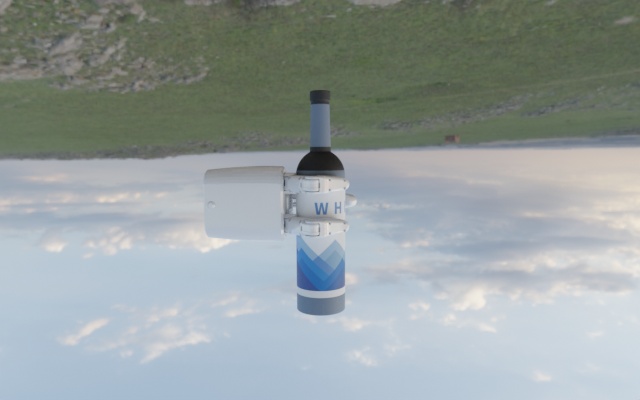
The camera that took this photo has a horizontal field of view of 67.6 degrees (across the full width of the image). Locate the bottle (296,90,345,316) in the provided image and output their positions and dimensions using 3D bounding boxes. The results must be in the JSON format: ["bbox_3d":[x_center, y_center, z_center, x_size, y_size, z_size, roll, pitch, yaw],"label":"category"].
[{"bbox_3d":[0.000,0.002,0.645,0.069,0.296,0.069,0,5,0],"label":"bottle"}]
